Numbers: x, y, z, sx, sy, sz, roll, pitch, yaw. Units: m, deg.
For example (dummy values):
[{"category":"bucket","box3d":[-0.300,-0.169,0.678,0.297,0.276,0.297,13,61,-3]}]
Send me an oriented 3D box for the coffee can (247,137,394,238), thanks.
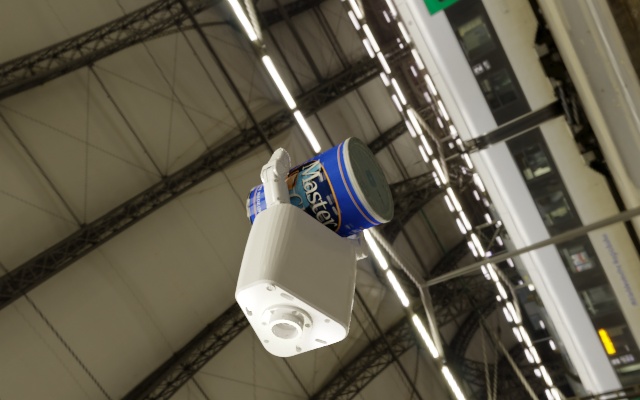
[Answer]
[{"category":"coffee can","box3d":[0.000,0.002,0.560,0.140,0.103,0.103,-25,-11,24]}]
